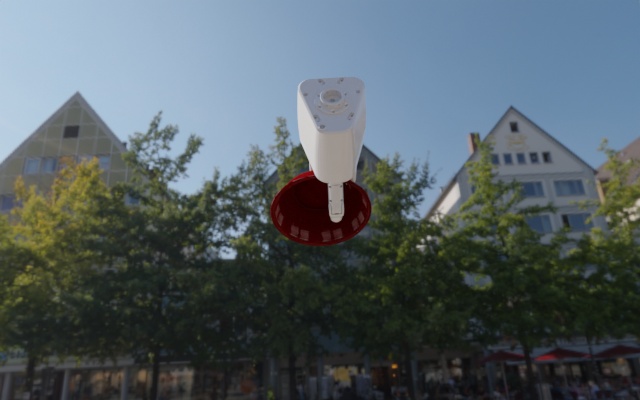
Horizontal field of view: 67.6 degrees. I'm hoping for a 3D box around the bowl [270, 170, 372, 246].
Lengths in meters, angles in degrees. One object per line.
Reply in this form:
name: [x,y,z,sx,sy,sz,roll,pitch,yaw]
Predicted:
bowl: [0.000,0.003,0.782,0.162,0.162,0.055,0,43,-3]
